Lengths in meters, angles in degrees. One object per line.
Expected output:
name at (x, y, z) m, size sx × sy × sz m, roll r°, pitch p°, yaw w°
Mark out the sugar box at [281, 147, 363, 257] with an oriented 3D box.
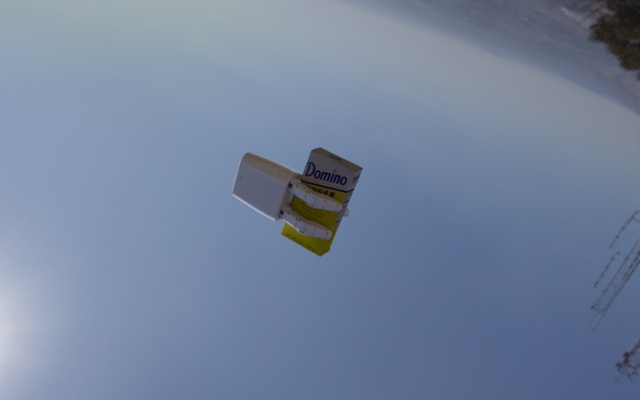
sugar box at (0.000, 0.003, 0.864) m, size 0.093 × 0.176 × 0.048 m, roll 27°, pitch 23°, yaw 18°
